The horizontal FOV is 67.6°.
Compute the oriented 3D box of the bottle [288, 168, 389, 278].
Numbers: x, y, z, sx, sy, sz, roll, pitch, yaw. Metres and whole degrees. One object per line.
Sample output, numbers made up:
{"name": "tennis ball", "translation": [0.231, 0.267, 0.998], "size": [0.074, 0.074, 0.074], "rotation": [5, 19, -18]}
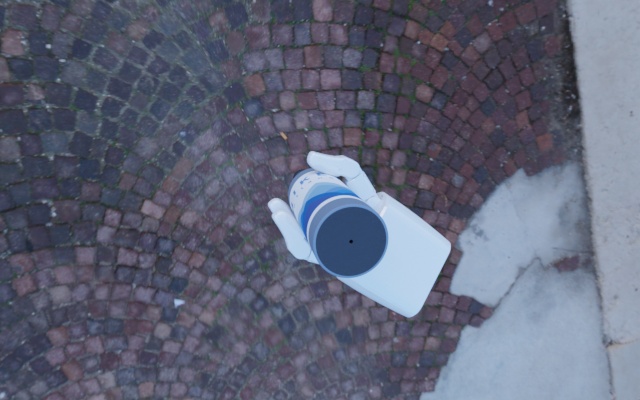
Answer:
{"name": "bottle", "translation": [0.000, 0.002, 0.545], "size": [0.069, 0.069, 0.295], "rotation": [0, 13, -11]}
